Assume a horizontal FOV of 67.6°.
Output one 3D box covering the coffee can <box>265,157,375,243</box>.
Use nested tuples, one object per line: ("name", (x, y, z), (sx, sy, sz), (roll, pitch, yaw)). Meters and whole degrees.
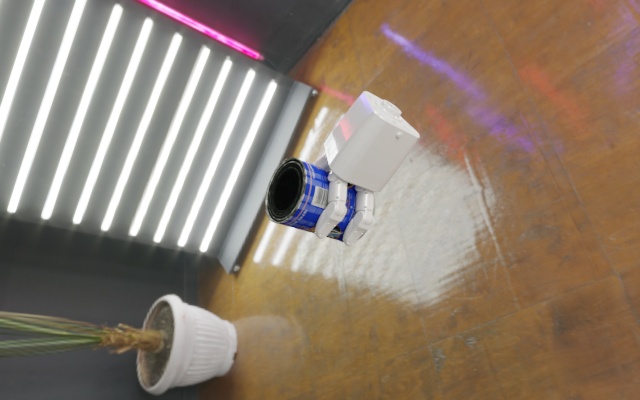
("coffee can", (0.000, 0.003, 0.744), (0.140, 0.103, 0.103), (18, -11, -36))
